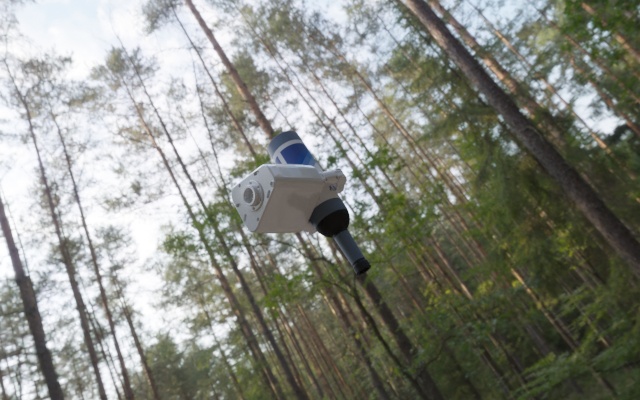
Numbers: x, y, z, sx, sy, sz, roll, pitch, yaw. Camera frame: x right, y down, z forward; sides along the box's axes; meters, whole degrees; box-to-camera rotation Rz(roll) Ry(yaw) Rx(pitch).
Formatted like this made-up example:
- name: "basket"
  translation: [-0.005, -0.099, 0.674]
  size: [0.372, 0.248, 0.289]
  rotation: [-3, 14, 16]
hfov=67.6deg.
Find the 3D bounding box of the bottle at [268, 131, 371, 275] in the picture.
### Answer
- name: "bottle"
  translation: [0.000, 0.003, 0.840]
  size: [0.069, 0.295, 0.069]
  rotation: [-25, -27, -14]
